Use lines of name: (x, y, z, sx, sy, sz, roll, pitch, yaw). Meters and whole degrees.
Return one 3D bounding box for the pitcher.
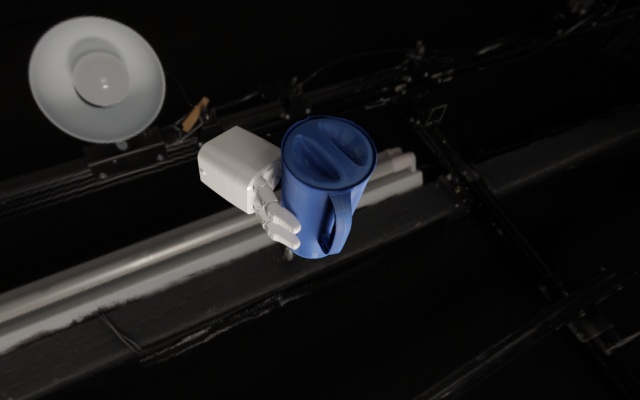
pitcher: (0.000, 0.002, 0.743, 0.145, 0.149, 0.243, 30, -32, 11)
